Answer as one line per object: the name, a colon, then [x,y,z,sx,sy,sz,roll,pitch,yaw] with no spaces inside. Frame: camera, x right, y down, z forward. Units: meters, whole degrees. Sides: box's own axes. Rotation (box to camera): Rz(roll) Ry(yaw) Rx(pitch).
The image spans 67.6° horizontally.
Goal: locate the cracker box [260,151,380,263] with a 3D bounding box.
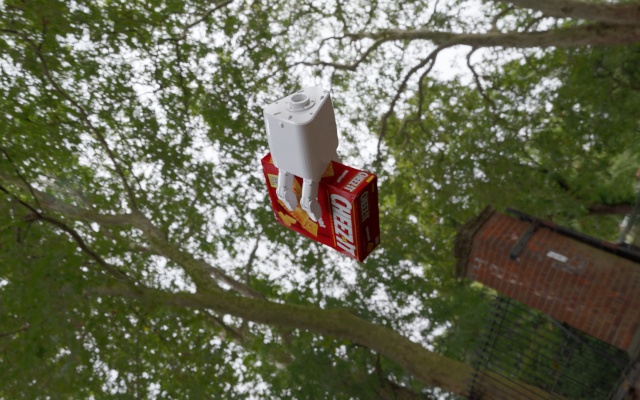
cracker box: [0.000,0.003,0.877,0.213,0.164,0.072,23,50,32]
